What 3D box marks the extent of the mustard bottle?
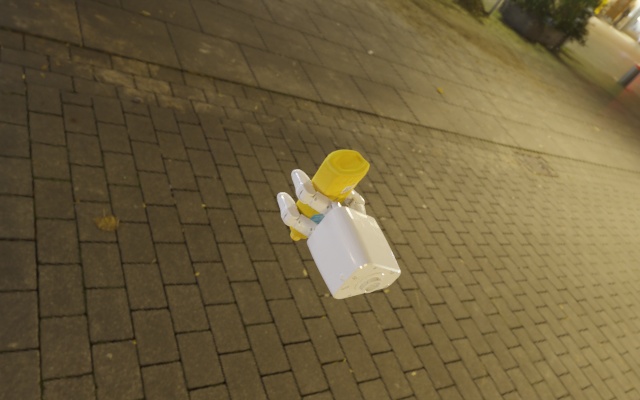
[{"bbox_3d":[0.000,0.002,0.799,0.096,0.058,0.192,-24,-25,-51],"label":"mustard bottle"}]
